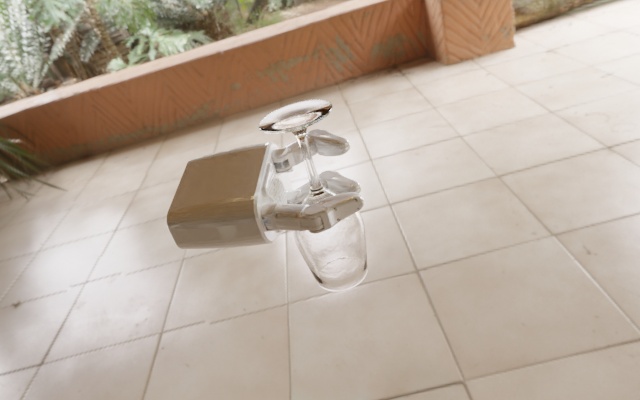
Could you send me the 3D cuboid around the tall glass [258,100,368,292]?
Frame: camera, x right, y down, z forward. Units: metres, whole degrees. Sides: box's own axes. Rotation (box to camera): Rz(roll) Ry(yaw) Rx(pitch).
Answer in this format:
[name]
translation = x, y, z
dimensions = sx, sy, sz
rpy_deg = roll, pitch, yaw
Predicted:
[tall glass]
translation = 0.000, 0.001, 0.506
dimensions = 0.079, 0.201, 0.079
rpy_deg = -13, 29, 7
